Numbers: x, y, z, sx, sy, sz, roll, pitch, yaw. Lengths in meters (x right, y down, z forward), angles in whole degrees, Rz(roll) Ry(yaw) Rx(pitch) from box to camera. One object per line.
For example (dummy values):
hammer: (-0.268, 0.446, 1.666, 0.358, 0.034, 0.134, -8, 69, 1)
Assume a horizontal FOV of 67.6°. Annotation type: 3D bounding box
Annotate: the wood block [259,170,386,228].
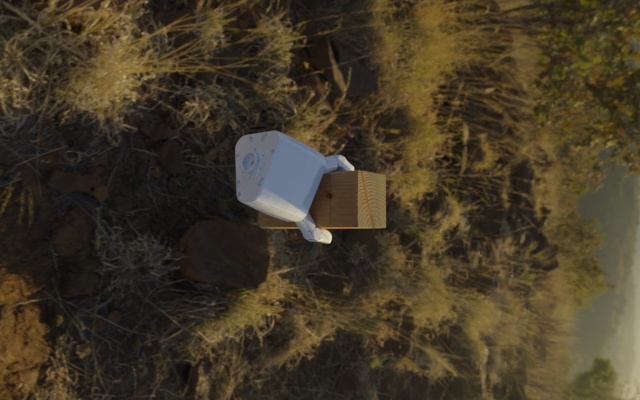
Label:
wood block: (0.000, 0.003, 0.819, 0.206, 0.091, 0.090, -2, -4, 37)
